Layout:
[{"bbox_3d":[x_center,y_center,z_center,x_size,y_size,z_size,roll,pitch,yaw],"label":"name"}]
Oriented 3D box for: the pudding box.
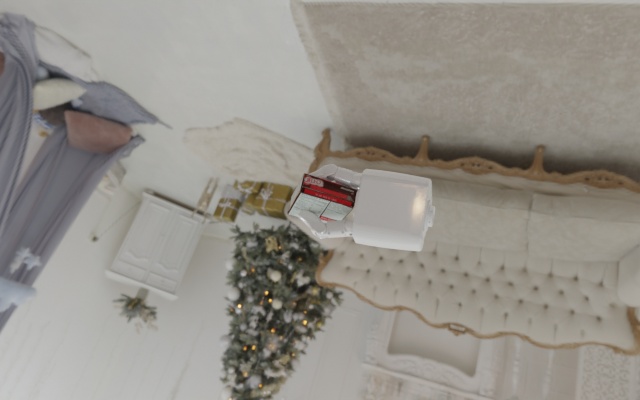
[{"bbox_3d":[0.000,0.003,0.783,0.090,0.039,0.113,18,-25,-9],"label":"pudding box"}]
